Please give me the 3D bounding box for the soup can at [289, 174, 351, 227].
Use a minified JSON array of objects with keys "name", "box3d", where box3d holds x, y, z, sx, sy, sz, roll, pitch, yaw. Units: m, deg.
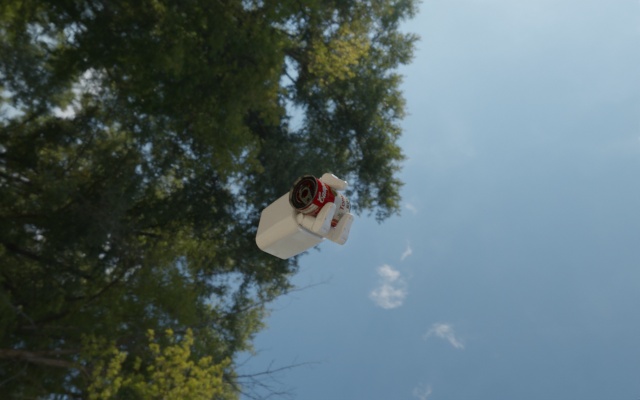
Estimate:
[{"name":"soup can","box3d":[0.001,0.003,0.885,0.068,0.068,0.102,0,-22,44]}]
